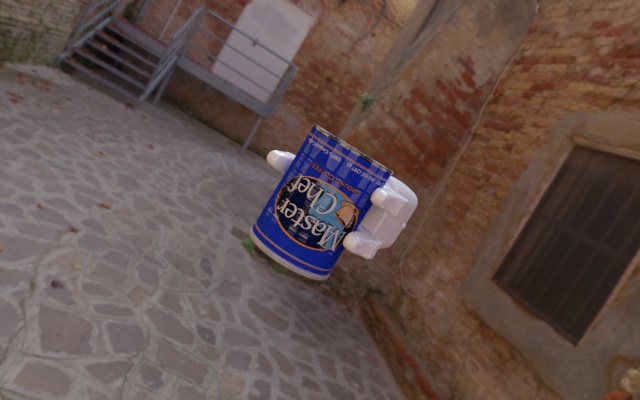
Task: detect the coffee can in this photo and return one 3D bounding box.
[{"bbox_3d":[0.000,0.002,0.528,0.103,0.140,0.103,31,8,-5],"label":"coffee can"}]
